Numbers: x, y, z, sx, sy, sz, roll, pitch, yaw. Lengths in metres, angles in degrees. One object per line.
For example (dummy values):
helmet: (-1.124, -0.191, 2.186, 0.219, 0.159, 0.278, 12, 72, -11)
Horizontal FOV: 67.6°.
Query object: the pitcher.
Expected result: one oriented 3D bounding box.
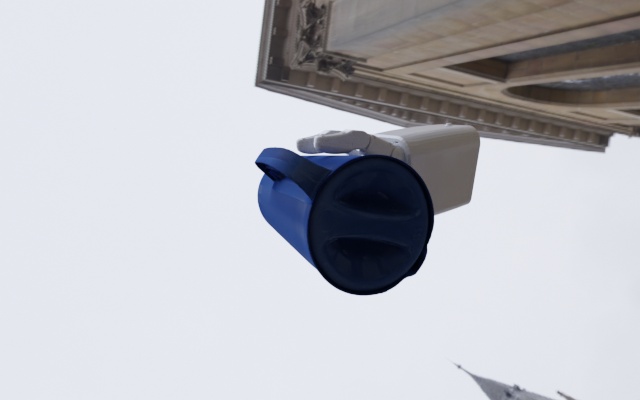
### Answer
pitcher: (0.000, 0.002, 0.542, 0.145, 0.149, 0.243, -12, 13, -20)
